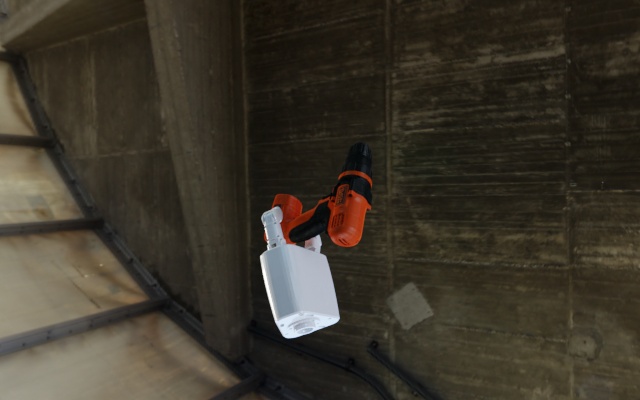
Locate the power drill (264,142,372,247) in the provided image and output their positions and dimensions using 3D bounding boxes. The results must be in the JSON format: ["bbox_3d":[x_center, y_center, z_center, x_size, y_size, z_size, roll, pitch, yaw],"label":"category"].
[{"bbox_3d":[0.000,0.003,0.766,0.188,0.184,0.057,-22,-49,40],"label":"power drill"}]
